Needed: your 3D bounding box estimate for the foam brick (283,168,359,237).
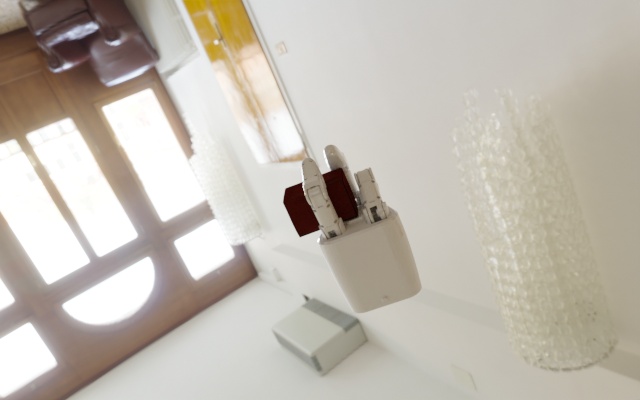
[{"bbox_3d":[0.000,0.002,0.580,0.078,0.051,0.053,-20,19,9],"label":"foam brick"}]
